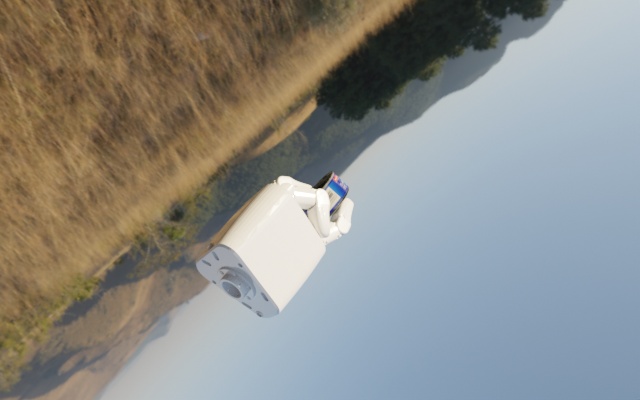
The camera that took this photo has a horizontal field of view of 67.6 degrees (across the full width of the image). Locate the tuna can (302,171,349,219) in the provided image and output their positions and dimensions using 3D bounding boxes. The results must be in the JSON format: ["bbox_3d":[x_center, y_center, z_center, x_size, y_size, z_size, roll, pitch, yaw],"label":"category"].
[{"bbox_3d":[0.001,0.003,0.662,0.034,0.086,0.086,41,-8,-9],"label":"tuna can"}]
